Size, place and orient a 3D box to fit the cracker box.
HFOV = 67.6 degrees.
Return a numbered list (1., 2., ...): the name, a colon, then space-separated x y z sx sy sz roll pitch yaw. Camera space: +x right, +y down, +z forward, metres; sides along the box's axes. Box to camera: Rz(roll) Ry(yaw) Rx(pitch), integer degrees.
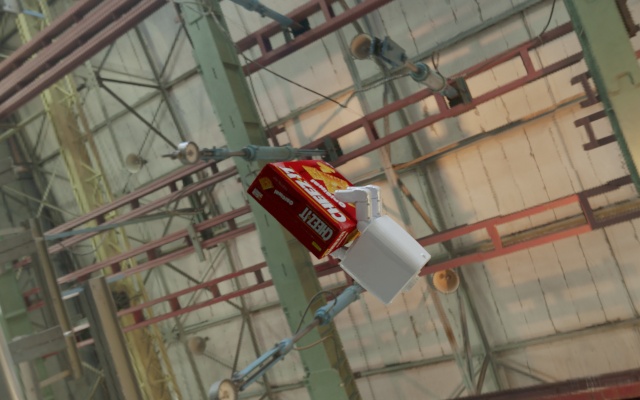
1. cracker box: 0.000 0.003 0.826 0.164 0.072 0.213 41 20 14
